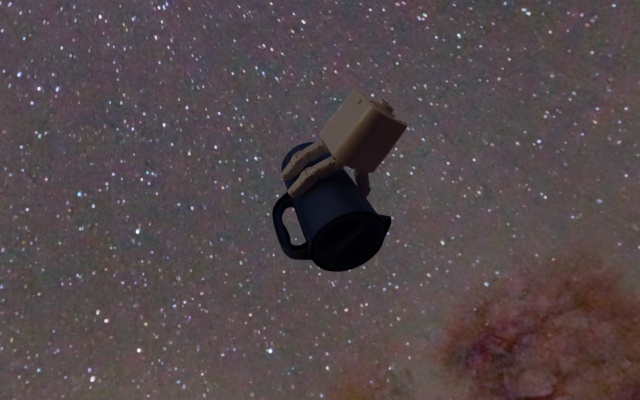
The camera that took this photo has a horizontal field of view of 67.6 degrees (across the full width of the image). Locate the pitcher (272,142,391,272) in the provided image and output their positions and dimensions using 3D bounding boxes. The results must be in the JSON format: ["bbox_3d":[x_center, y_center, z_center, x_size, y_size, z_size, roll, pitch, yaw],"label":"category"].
[{"bbox_3d":[0.000,0.003,0.854,0.149,0.145,0.242,20,27,-35],"label":"pitcher"}]
